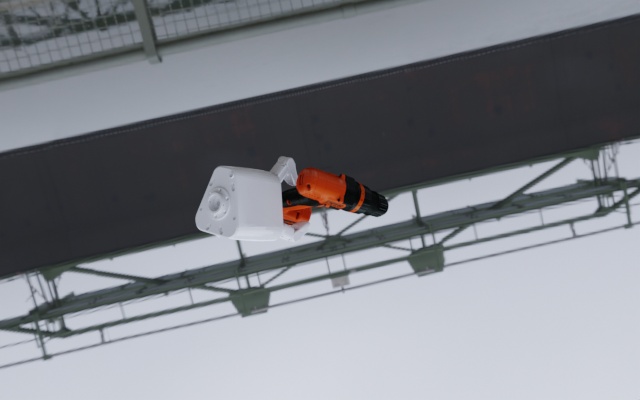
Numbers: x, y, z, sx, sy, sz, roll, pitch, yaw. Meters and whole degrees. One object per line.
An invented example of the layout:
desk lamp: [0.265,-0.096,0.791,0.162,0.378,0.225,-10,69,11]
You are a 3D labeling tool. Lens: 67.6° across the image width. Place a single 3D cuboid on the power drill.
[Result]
power drill: [0.000,0.003,0.835,0.184,0.057,0.188,20,-25,-34]
